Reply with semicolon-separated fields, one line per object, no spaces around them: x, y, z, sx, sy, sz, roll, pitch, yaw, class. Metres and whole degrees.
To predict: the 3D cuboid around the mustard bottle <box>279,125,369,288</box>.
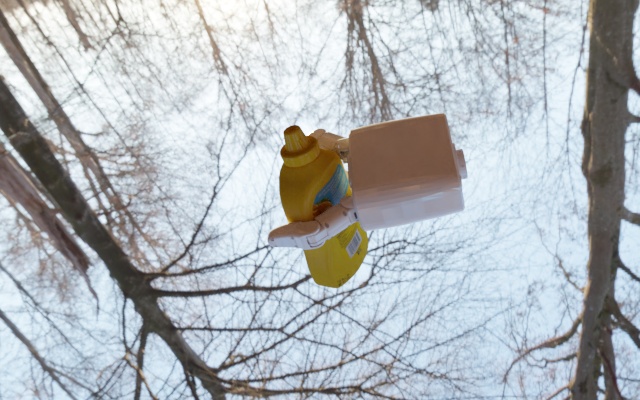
0.000;0.002;0.529;0.058;0.192;0.096;6;44;33;mustard bottle
